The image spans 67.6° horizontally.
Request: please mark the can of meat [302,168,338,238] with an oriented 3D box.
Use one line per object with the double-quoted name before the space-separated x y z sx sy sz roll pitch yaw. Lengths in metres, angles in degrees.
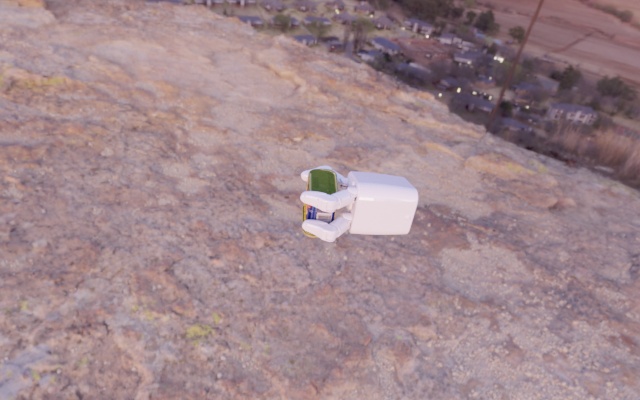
"can of meat" 0.000 0.002 0.848 0.057 0.084 0.102 5 34 -6
